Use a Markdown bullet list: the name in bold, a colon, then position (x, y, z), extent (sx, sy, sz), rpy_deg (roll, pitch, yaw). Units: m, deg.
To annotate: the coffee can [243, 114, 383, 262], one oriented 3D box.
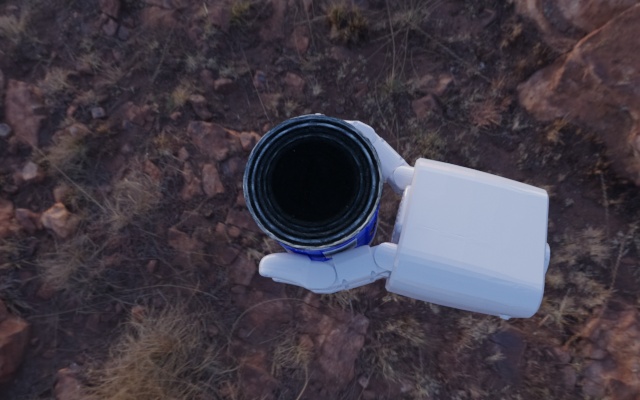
- **coffee can**: position (0.000, 0.001, 0.411), extent (0.103, 0.102, 0.140), rpy_deg (0, -13, 5)
